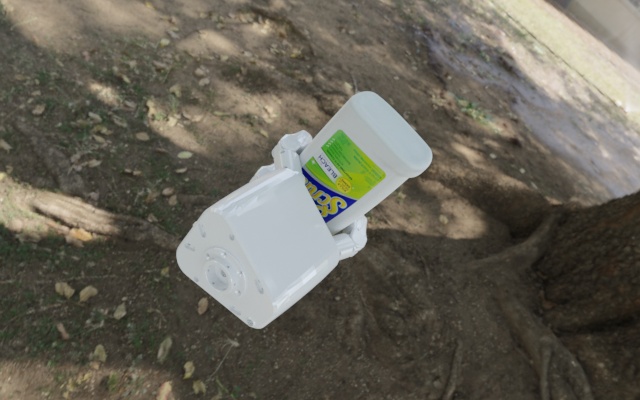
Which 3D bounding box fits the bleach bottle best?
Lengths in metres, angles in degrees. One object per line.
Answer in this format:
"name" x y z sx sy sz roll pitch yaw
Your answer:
"bleach bottle" 0.000 0.002 0.529 0.251 0.102 0.068 -47 -7 37
